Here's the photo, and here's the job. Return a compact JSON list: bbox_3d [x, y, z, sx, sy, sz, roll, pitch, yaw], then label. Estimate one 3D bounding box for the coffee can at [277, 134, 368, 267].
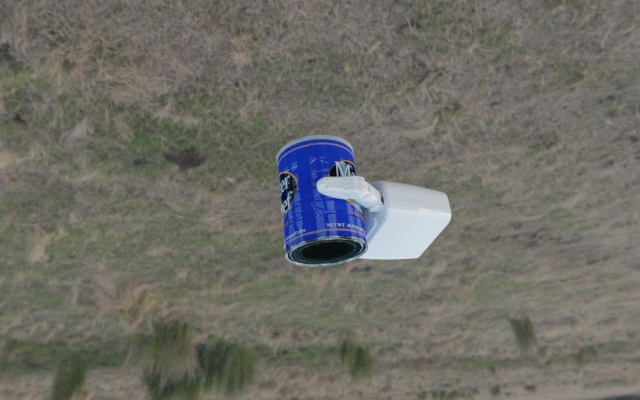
[{"bbox_3d":[0.000,0.002,0.610,0.103,0.140,0.103,-6,-25,-3],"label":"coffee can"}]
